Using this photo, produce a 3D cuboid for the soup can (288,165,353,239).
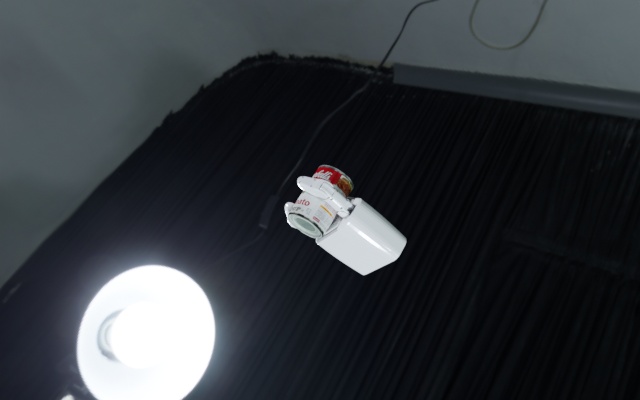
[{"bbox_3d":[0.000,0.002,0.777,0.068,0.102,0.068,27,-23,13],"label":"soup can"}]
